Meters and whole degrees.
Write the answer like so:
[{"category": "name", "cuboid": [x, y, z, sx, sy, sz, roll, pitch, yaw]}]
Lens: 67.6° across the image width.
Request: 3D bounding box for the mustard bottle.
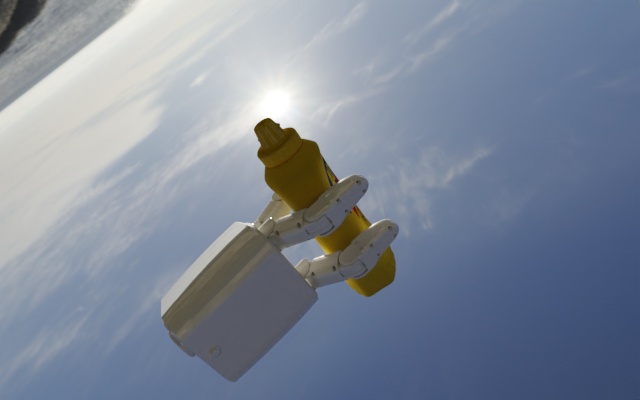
[{"category": "mustard bottle", "cuboid": [0.000, 0.001, 0.452, 0.058, 0.192, 0.096, -33, 29, 8]}]
